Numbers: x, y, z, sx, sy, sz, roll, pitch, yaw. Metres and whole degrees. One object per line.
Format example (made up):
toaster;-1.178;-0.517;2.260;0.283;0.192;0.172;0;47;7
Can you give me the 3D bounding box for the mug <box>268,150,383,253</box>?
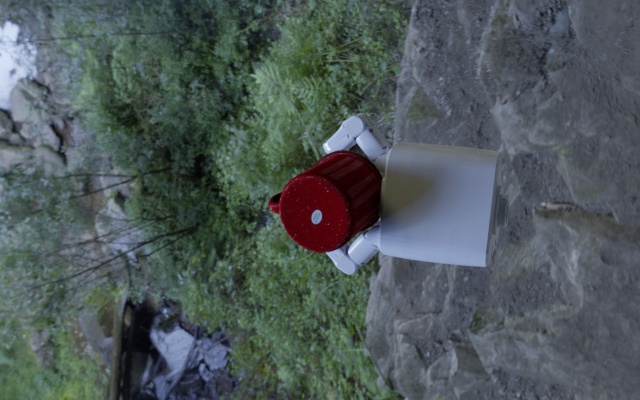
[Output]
mug;-0.001;0.002;0.492;0.117;0.093;0.081;4;19;25
